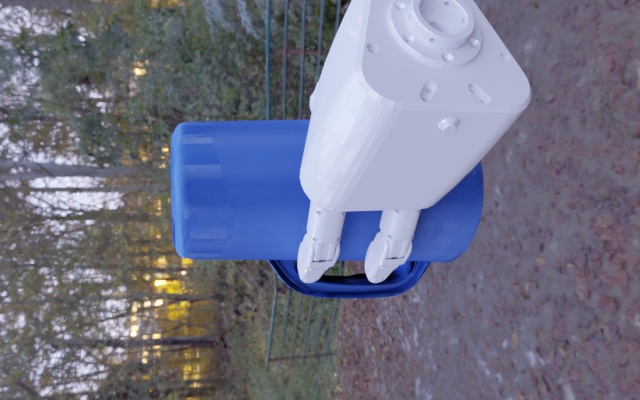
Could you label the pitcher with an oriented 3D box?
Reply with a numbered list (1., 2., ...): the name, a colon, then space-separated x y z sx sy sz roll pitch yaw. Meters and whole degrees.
1. pitcher: 0.000 0.001 0.411 0.243 0.149 0.145 -1 -23 -16
